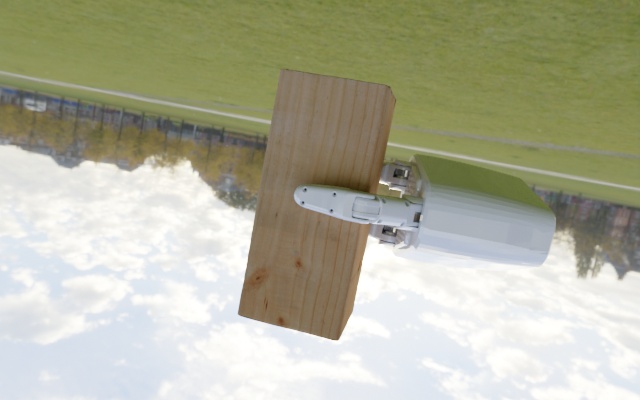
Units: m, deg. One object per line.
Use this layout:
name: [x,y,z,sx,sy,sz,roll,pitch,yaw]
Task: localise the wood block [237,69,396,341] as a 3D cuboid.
wood block: [0.000,0.002,0.421,0.090,0.206,0.091,12,6,11]
